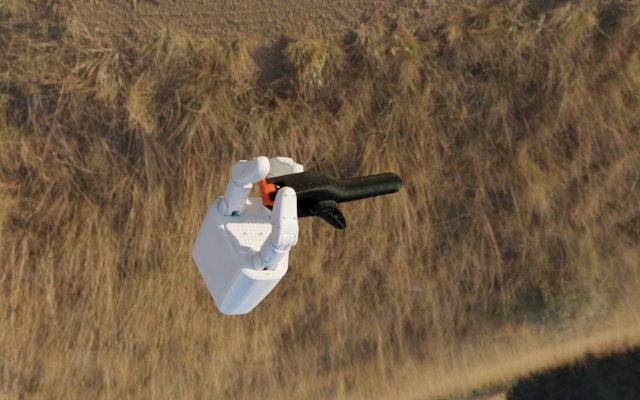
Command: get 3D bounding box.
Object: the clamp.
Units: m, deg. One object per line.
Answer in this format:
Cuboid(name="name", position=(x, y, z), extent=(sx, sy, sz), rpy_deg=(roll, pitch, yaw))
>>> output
Cuboid(name="clamp", position=(0.000, 0.002, 0.559), extent=(0.171, 0.039, 0.120), rpy_deg=(3, -36, -31))
